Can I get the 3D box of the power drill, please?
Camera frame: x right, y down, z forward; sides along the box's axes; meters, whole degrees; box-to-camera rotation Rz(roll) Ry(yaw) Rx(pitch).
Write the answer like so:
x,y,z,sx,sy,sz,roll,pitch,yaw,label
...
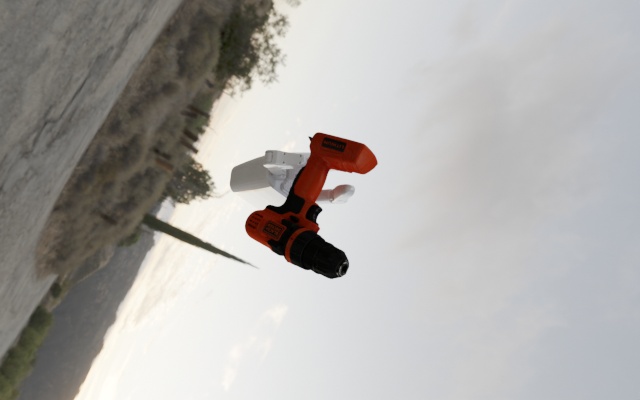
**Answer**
x,y,z,sx,sy,sz,roll,pitch,yaw,label
0.000,0.002,0.658,0.184,0.187,0.057,23,-17,39,power drill
